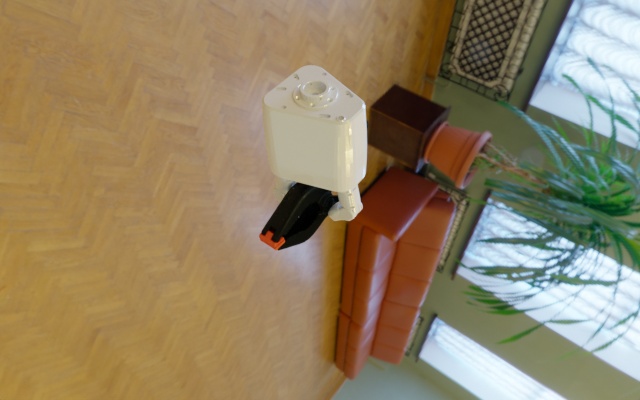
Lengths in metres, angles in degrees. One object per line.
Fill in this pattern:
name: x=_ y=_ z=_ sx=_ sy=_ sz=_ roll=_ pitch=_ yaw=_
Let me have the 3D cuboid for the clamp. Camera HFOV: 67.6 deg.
clamp: x=0.000 y=0.003 z=0.653 sx=0.036 sy=0.165 sz=0.210 roll=28 pitch=57 yaw=27
